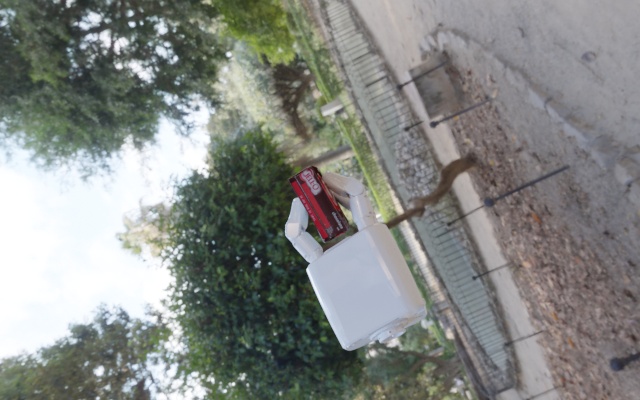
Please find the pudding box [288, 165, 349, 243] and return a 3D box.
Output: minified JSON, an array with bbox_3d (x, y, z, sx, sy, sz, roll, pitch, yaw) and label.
[{"bbox_3d":[0.000,0.002,0.613,0.039,0.090,0.113,-29,1,2],"label":"pudding box"}]
